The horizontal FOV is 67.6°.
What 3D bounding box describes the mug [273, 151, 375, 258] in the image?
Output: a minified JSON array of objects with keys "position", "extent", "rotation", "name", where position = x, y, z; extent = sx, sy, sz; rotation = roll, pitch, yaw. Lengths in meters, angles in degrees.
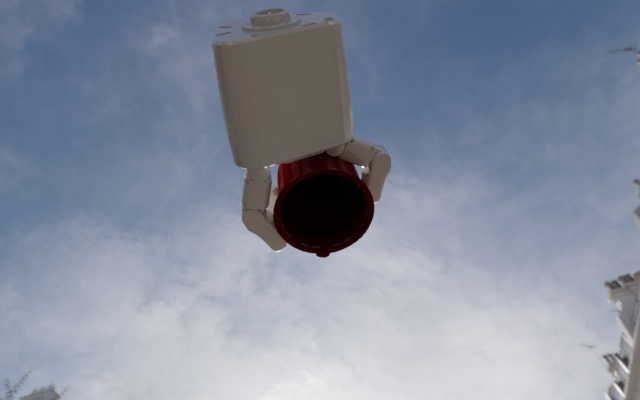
[{"position":[0.000,0.003,0.475],"extent":[0.093,0.117,0.081],"rotation":[-7,32,-3],"name":"mug"}]
